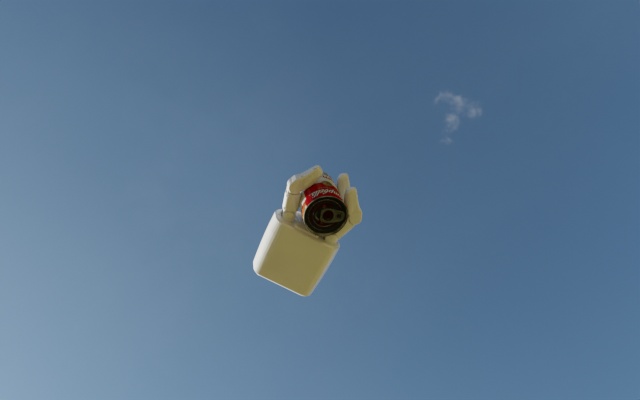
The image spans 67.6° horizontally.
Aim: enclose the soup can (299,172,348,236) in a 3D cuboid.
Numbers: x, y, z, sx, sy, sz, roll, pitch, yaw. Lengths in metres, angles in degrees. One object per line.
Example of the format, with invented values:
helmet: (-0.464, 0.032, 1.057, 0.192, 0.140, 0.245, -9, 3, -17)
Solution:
soup can: (0.000, 0.002, 0.753, 0.068, 0.068, 0.102, 0, 26, -11)
